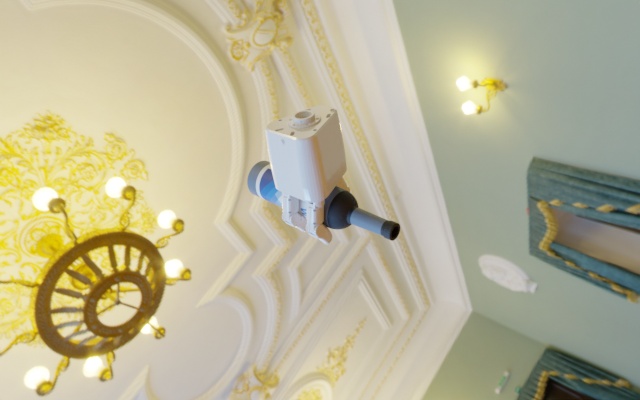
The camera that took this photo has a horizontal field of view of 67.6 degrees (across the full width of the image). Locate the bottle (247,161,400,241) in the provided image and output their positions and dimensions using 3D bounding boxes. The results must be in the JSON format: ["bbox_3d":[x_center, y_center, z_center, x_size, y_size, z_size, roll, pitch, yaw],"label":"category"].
[{"bbox_3d":[0.000,0.003,0.782,0.295,0.069,0.069,22,14,37],"label":"bottle"}]
